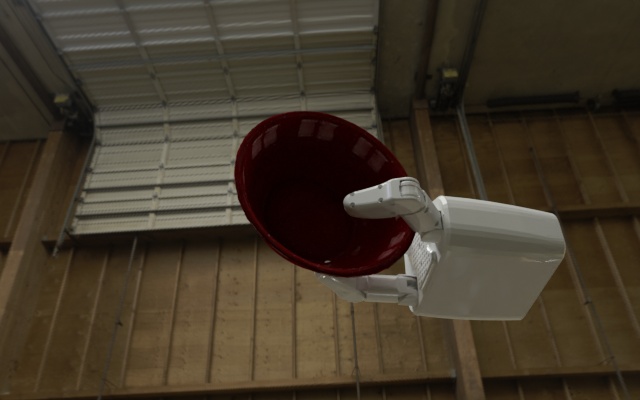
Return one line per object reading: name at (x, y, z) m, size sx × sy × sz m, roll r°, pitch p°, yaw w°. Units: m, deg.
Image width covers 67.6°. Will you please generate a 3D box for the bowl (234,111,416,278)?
bowl at (-0.001, 0.001, 0.411) m, size 0.162 × 0.162 × 0.055 m, roll 0°, pitch -32°, yaw -25°
